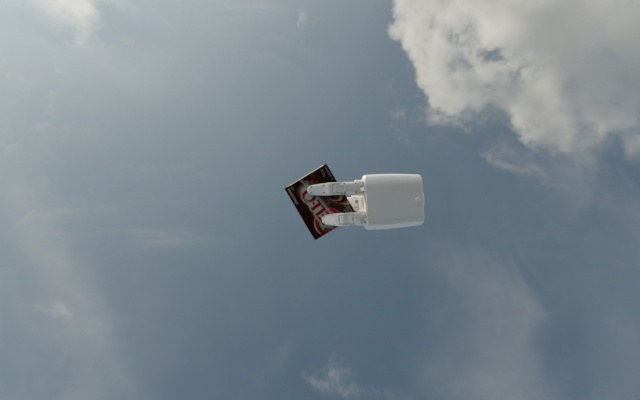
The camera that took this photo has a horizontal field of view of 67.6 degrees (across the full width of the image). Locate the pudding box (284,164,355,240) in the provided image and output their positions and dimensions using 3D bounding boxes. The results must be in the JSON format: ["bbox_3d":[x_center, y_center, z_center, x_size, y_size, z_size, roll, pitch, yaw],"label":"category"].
[{"bbox_3d":[0.000,0.003,0.880,0.090,0.113,0.039,-31,0,-1],"label":"pudding box"}]
